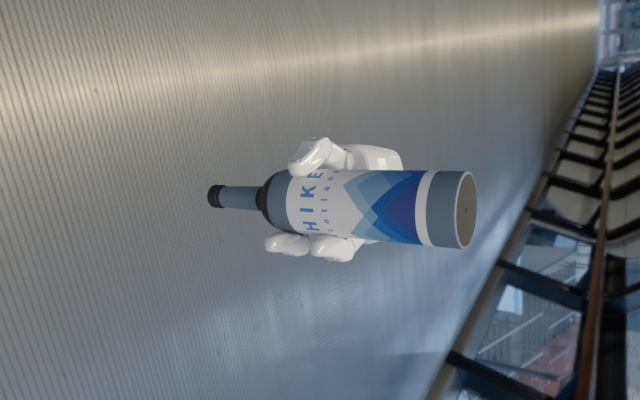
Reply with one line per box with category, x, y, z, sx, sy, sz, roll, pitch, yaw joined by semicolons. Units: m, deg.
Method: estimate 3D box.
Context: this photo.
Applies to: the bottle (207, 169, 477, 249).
bottle;0.000;0.002;0.482;0.295;0.069;0.069;3;2;33
